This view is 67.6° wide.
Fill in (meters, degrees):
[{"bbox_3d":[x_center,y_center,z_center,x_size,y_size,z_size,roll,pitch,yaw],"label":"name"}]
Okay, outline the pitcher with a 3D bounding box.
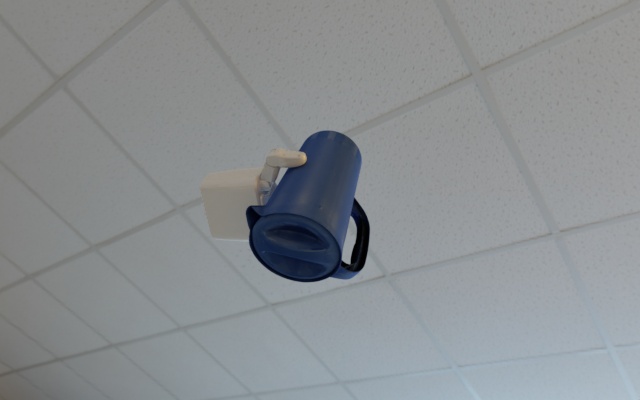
[{"bbox_3d":[0.000,0.002,0.738,0.145,0.149,0.242,-2,38,20],"label":"pitcher"}]
